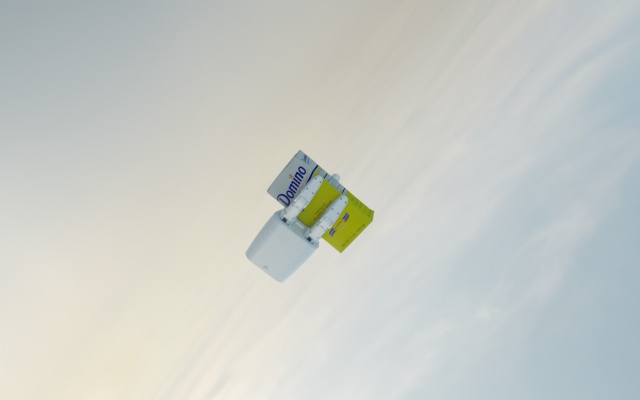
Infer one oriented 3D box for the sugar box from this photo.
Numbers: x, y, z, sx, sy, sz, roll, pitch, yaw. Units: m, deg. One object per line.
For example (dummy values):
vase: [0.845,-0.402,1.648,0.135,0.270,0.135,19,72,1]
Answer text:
sugar box: [0.000,0.003,0.846,0.176,0.093,0.048,38,24,-6]
